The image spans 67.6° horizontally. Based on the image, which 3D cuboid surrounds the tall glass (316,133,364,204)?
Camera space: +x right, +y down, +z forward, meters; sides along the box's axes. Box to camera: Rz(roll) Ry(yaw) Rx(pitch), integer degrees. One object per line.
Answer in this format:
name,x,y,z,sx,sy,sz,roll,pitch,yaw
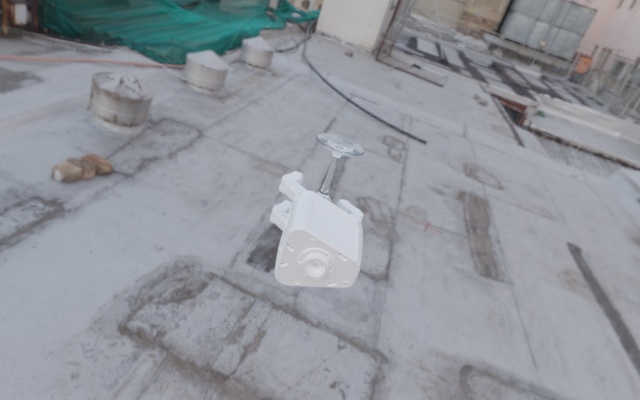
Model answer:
tall glass,0.000,0.002,0.743,0.079,0.201,0.079,15,26,-8
